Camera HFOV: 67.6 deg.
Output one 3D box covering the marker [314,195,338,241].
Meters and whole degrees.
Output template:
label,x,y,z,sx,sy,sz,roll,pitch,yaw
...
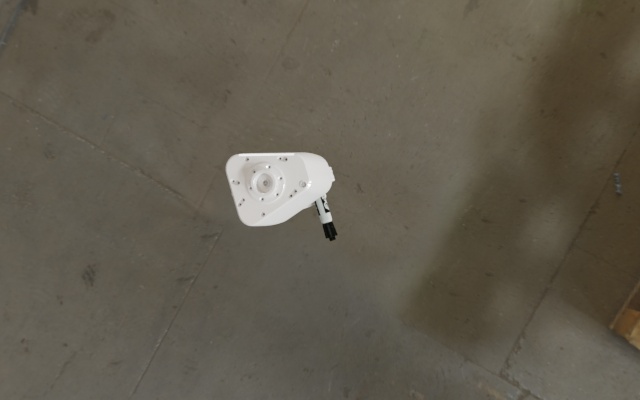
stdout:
label,x,y,z,sx,sy,sz,roll,pitch,yaw
marker,0.000,0.002,0.716,0.020,0.121,0.020,-18,-2,-1
